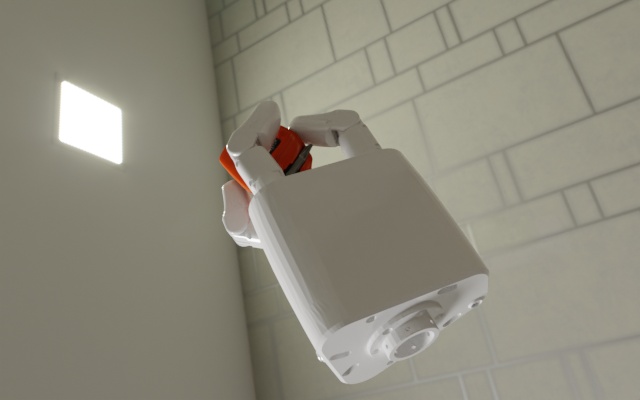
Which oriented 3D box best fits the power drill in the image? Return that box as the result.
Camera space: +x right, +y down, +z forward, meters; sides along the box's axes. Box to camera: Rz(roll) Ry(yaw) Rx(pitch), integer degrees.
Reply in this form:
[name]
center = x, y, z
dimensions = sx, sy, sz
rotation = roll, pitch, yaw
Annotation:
[power drill]
center = 0.000, 0.001, 0.441
dimensions = 0.188, 0.057, 0.184
rotation = 37, -3, -33
